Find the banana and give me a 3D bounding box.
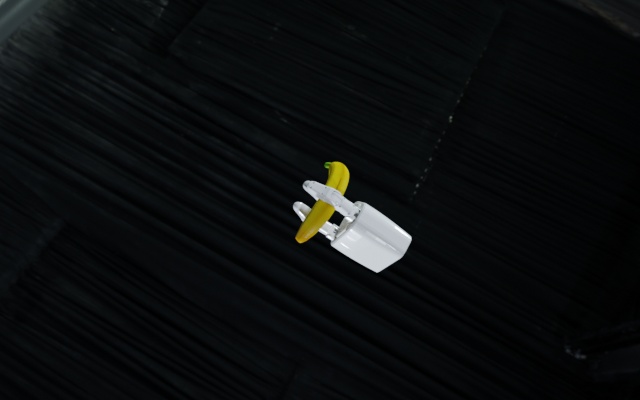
[{"bbox_3d":[0.012,-0.007,0.855,0.037,0.197,0.070,38,-42,-17],"label":"banana"}]
